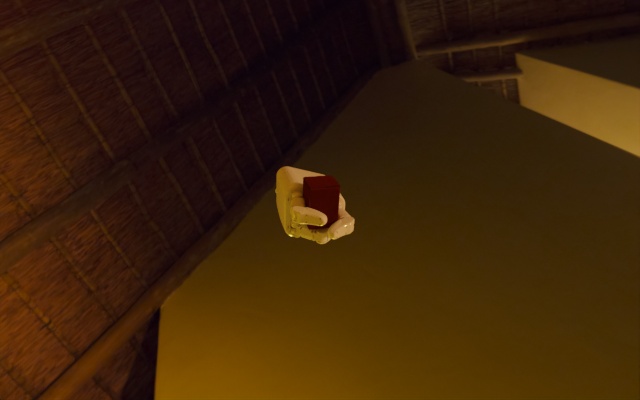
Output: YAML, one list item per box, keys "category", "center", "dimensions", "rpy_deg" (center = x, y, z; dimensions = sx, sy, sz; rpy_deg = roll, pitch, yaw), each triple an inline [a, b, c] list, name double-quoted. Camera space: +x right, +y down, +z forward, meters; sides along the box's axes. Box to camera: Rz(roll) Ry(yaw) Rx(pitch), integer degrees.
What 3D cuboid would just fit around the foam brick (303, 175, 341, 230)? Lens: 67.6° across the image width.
- category: "foam brick"
  center: [0.000, 0.002, 0.797]
  dimensions: [0.053, 0.078, 0.051]
  rpy_deg: [-4, 28, -14]
